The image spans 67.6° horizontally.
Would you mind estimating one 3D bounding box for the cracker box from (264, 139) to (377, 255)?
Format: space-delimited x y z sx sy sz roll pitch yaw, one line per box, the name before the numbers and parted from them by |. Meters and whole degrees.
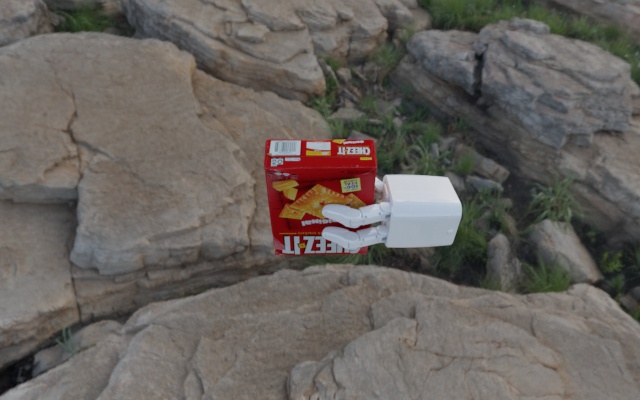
cracker box | 0.000 0.002 0.767 0.164 0.072 0.214 0 -43 0
